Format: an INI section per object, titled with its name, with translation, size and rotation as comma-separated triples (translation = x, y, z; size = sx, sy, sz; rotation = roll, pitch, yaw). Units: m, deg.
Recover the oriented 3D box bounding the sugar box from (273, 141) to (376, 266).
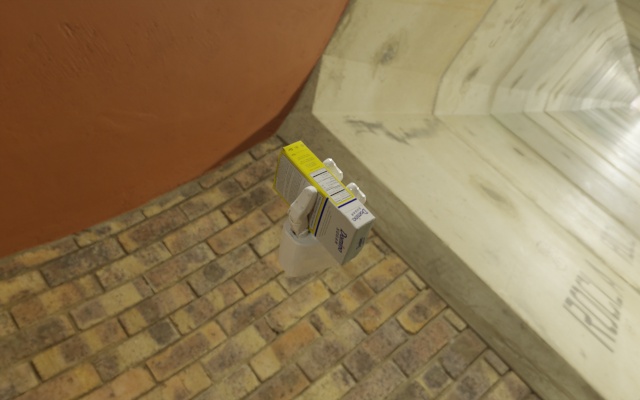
[sugar box]
translation = 0.000, 0.002, 0.712
size = 0.048, 0.176, 0.093
rotation = -28, -28, -33
